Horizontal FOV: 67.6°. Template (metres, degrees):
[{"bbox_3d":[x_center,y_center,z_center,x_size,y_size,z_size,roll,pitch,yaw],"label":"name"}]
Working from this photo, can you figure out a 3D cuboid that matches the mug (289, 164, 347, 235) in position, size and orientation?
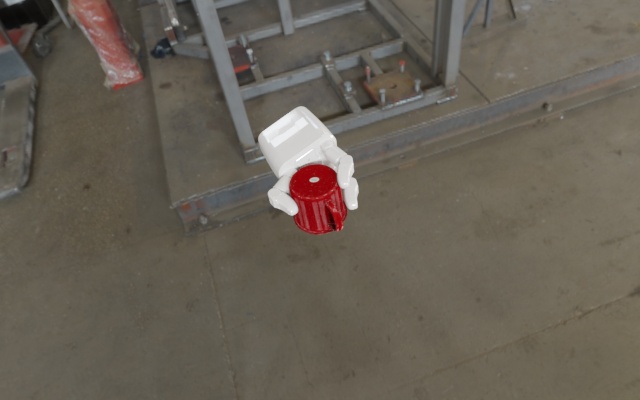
[{"bbox_3d":[0.001,0.003,0.773,0.093,0.082,0.117,-26,49,-13],"label":"mug"}]
